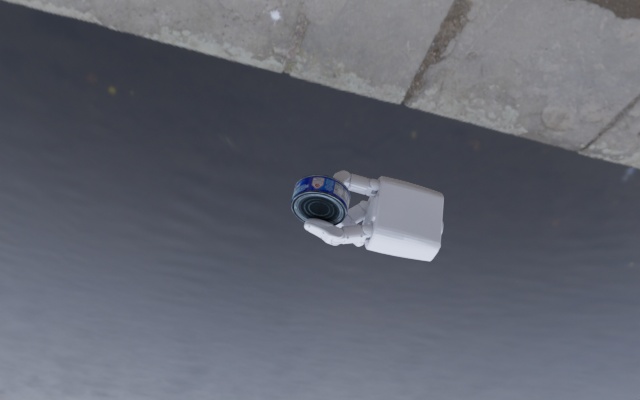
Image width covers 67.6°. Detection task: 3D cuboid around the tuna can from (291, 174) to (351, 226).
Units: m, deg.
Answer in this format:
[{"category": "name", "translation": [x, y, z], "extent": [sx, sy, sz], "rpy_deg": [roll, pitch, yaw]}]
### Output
[{"category": "tuna can", "translation": [0.000, 0.003, 0.709], "extent": [0.086, 0.033, 0.086], "rpy_deg": [8, -39, 6]}]
